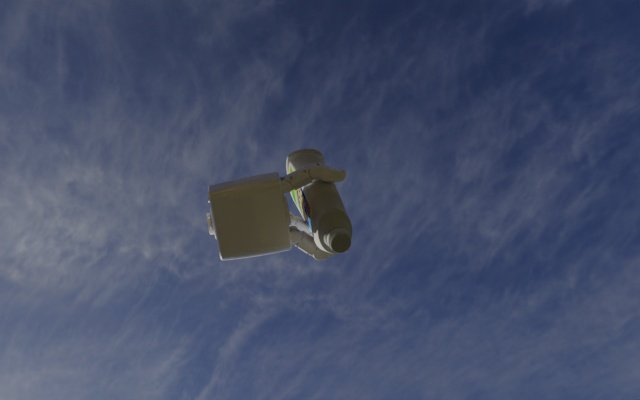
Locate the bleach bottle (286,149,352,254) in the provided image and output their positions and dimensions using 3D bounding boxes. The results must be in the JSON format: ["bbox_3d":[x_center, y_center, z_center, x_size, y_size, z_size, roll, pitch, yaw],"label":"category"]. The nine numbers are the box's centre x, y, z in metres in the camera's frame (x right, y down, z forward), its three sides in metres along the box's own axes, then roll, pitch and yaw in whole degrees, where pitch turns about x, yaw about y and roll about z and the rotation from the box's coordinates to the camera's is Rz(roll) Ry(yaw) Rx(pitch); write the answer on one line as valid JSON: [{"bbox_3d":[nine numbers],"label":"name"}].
[{"bbox_3d":[0.000,0.002,0.740,0.068,0.103,0.250,-9,24,-9],"label":"bleach bottle"}]
